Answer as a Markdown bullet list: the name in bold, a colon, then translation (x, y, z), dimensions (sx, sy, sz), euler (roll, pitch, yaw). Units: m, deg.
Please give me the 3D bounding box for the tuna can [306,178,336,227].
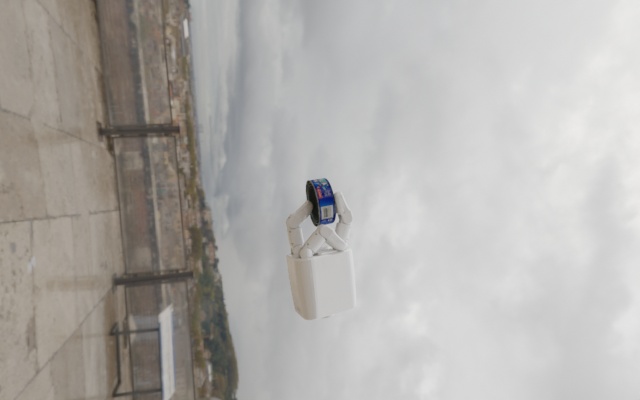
- **tuna can**: translation (0.001, 0.003, 0.867), dimensions (0.034, 0.086, 0.086), euler (-10, 2, -13)
